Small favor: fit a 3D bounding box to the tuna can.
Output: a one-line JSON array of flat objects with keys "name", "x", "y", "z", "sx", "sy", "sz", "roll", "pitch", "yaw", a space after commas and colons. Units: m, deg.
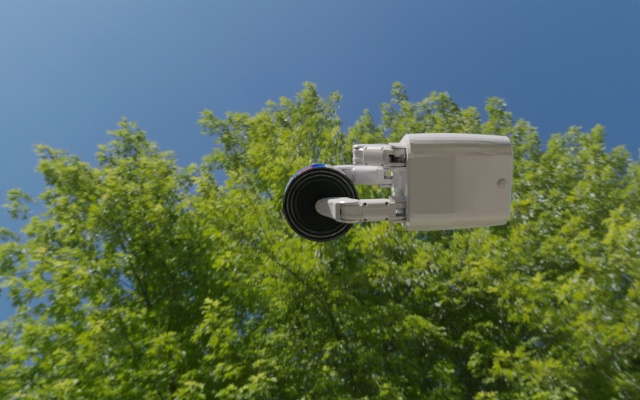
[{"name": "tuna can", "x": 0.000, "y": 0.002, "z": 0.545, "sx": 0.086, "sy": 0.086, "sz": 0.033, "roll": 0, "pitch": 12, "yaw": -3}]
